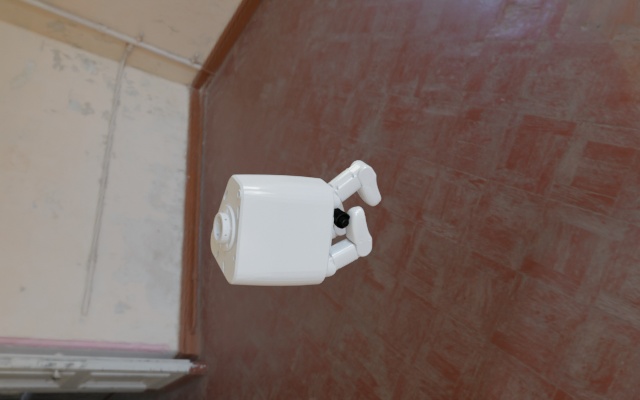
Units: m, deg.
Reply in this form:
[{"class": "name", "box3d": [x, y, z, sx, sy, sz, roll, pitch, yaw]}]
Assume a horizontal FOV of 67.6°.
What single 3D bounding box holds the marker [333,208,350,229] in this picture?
[{"class": "marker", "box3d": [0.000, 0.002, 0.566, 0.020, 0.020, 0.121, 0, 23, -29]}]
